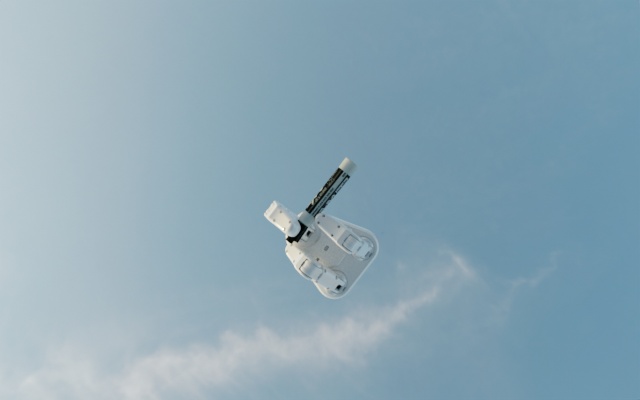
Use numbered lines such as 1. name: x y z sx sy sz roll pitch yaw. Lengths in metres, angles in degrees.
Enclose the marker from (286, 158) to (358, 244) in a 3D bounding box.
1. marker: 0.000 0.002 0.564 0.020 0.121 0.020 39 2 -1
